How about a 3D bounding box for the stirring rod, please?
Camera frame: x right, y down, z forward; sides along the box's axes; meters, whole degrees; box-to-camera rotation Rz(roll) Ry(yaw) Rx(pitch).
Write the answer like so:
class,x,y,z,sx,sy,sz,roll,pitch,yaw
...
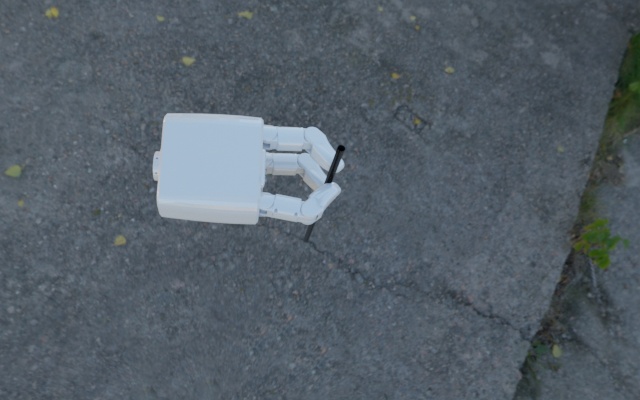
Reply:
class,x,y,z,sx,sy,sz,roll,pitch,yaw
stirring rod,0.000,0.002,0.591,0.011,0.011,0.240,0,-27,-11
